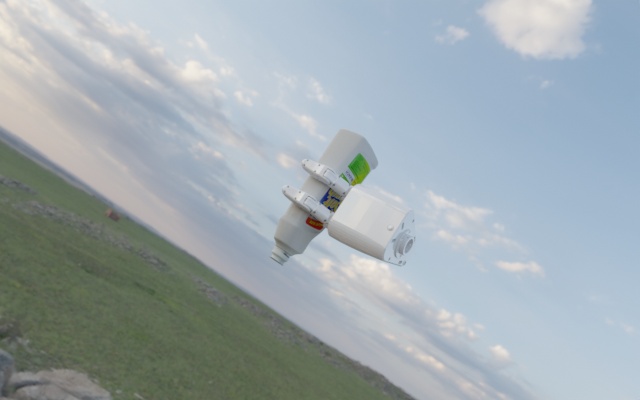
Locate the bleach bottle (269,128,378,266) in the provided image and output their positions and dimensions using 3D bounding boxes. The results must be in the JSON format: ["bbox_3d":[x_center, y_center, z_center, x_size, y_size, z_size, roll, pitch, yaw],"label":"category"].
[{"bbox_3d":[0.000,0.003,0.814,0.068,0.250,0.103,26,-16,33],"label":"bleach bottle"}]
